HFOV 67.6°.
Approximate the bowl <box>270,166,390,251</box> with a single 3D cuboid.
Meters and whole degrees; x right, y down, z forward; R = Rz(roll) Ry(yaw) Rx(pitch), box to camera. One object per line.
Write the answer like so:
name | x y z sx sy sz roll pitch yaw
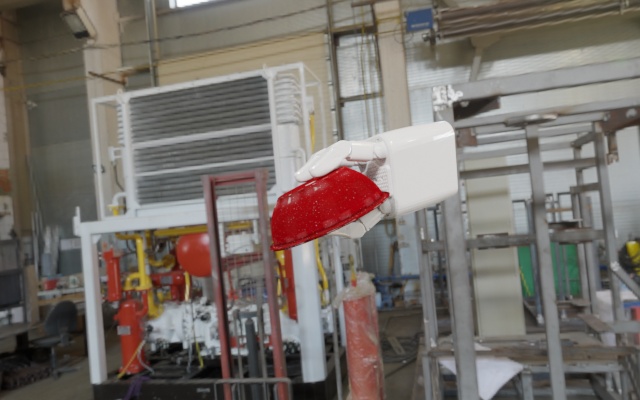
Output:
bowl | -0.001 0.002 0.584 0.162 0.055 0.162 -25 6 3
